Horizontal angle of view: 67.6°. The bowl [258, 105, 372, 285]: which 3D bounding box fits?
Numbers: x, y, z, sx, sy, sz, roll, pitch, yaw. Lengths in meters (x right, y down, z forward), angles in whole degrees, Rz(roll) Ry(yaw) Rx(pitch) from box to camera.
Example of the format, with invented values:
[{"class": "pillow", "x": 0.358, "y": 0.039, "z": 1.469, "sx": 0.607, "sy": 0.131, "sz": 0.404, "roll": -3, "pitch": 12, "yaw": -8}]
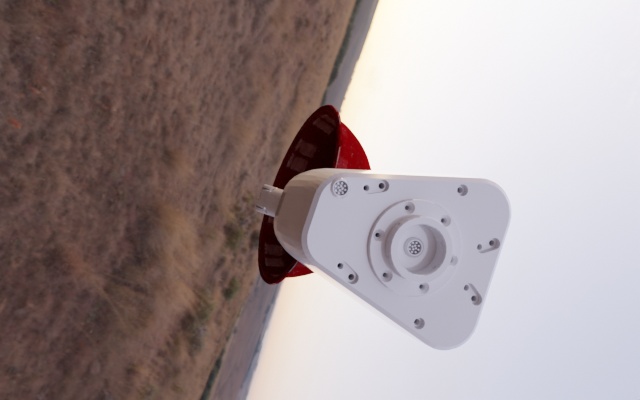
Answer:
[{"class": "bowl", "x": 0.000, "y": 0.001, "z": 0.422, "sx": 0.055, "sy": 0.162, "sz": 0.162, "roll": 19, "pitch": -7, "yaw": -20}]
